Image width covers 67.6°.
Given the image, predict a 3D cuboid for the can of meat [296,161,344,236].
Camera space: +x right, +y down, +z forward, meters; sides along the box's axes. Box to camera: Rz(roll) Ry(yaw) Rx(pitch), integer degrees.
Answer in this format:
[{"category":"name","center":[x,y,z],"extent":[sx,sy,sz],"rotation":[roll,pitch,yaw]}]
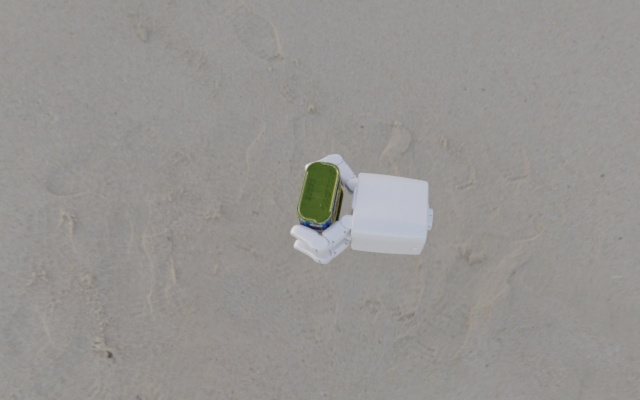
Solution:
[{"category":"can of meat","center":[0.000,0.002,0.718],"extent":[0.057,0.102,0.084],"rotation":[9,-21,8]}]
